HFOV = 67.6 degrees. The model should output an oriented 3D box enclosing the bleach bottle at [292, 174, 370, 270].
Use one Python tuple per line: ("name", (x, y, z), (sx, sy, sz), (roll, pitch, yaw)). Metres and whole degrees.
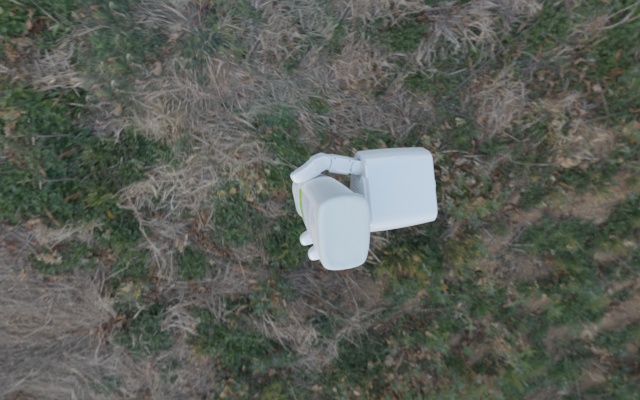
("bleach bottle", (0.000, 0.002, 0.690), (0.068, 0.103, 0.250), (-6, 21, -12))
